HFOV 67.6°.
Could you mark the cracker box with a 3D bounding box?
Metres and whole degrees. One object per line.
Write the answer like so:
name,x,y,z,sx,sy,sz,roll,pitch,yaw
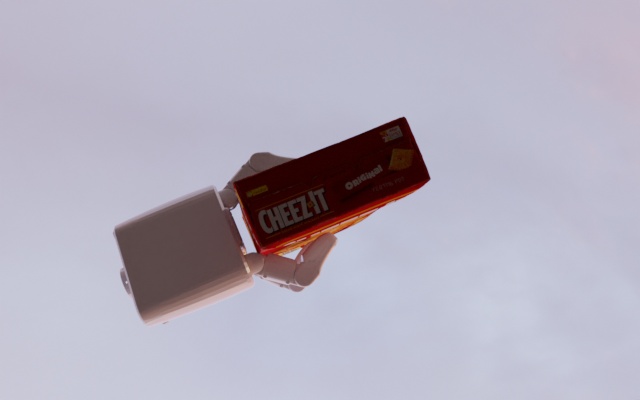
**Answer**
cracker box,0.000,0.002,0.506,0.164,0.072,0.214,-23,-5,-10
